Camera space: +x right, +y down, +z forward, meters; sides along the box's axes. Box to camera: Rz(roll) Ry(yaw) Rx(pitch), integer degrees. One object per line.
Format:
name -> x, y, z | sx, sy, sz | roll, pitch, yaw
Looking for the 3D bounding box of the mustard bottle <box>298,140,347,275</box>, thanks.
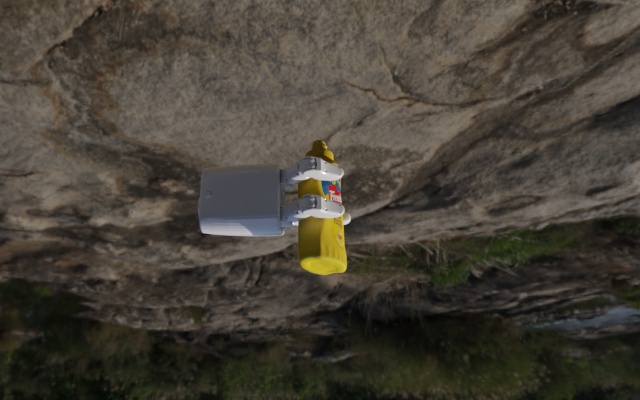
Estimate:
mustard bottle -> 0.000, 0.002, 0.674 | 0.058, 0.191, 0.096 | -12, -24, 21
